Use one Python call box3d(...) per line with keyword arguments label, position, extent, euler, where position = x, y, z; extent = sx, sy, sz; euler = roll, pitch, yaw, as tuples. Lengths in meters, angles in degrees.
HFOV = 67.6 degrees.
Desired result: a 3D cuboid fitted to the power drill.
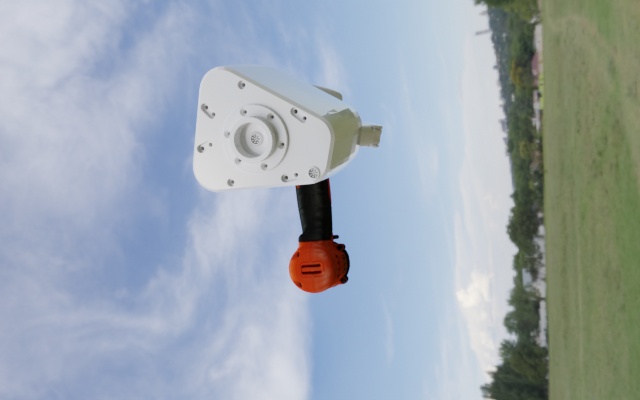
box3d(label="power drill", position=(0.000, 0.001, 0.518), extent=(0.057, 0.187, 0.184), euler=(-7, -5, 6))
